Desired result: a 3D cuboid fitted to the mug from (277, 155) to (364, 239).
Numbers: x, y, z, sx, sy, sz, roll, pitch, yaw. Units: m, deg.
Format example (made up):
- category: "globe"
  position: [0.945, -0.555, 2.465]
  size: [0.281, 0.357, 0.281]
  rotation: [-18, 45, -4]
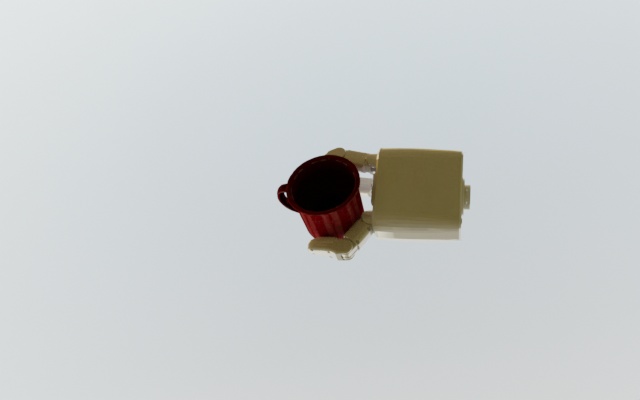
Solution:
- category: "mug"
  position: [-0.001, 0.002, 0.615]
  size: [0.117, 0.093, 0.082]
  rotation: [3, -35, 19]
